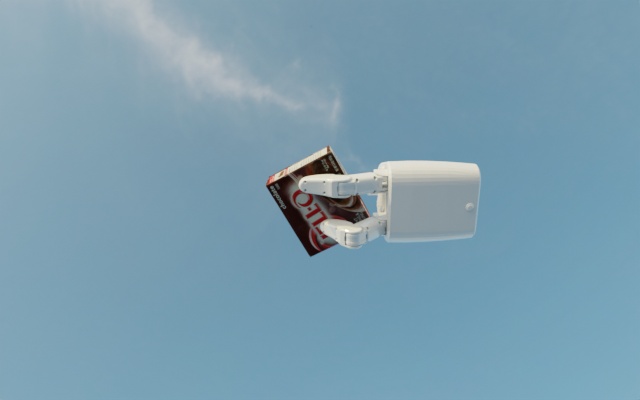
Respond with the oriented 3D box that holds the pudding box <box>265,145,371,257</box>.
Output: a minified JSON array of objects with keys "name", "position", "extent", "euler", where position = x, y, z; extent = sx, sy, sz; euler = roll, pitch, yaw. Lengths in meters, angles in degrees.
[{"name":"pudding box","position":[0.000,0.002,0.586],"extent":[0.090,0.113,0.039],"euler":[-27,17,10]}]
